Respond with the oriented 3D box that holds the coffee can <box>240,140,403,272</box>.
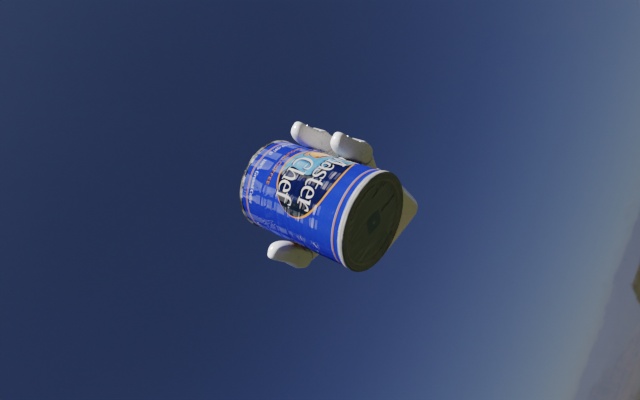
[{"bbox_3d":[0.000,0.002,0.502,0.140,0.103,0.103,21,12,35],"label":"coffee can"}]
